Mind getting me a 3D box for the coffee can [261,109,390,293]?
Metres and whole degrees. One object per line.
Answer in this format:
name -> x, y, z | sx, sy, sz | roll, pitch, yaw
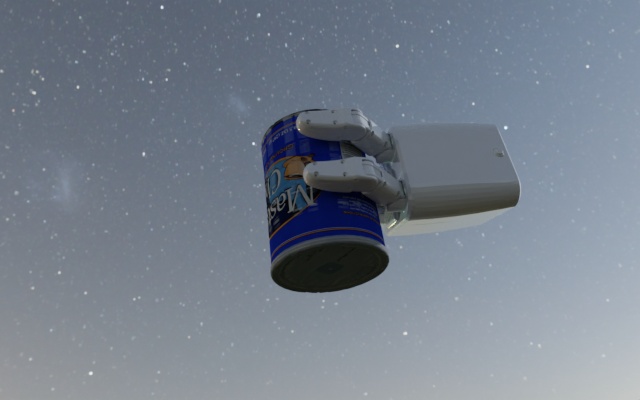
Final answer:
coffee can -> 0.000, 0.002, 0.445 | 0.103, 0.140, 0.103 | -6, -32, -4
